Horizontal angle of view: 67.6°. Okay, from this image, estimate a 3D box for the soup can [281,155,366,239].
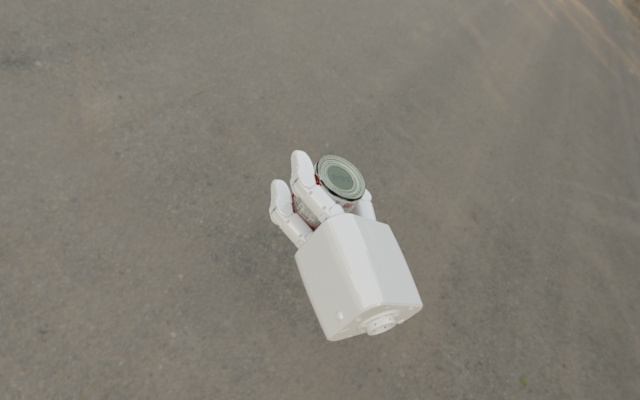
[{"bbox_3d":[0.000,0.001,0.582,0.068,0.068,0.102,0,-36,-37],"label":"soup can"}]
